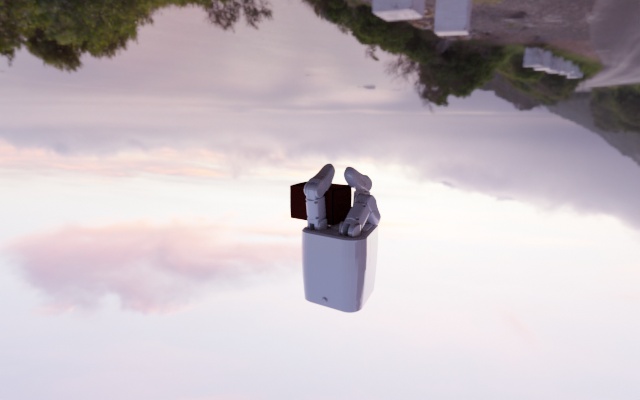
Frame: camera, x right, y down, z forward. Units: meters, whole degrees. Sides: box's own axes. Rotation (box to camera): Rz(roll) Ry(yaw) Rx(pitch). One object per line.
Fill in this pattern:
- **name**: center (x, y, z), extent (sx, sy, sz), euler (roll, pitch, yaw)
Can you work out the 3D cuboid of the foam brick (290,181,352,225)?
- **foam brick**: center (0.000, 0.002, 0.695), extent (0.078, 0.051, 0.053), euler (8, 14, 35)
